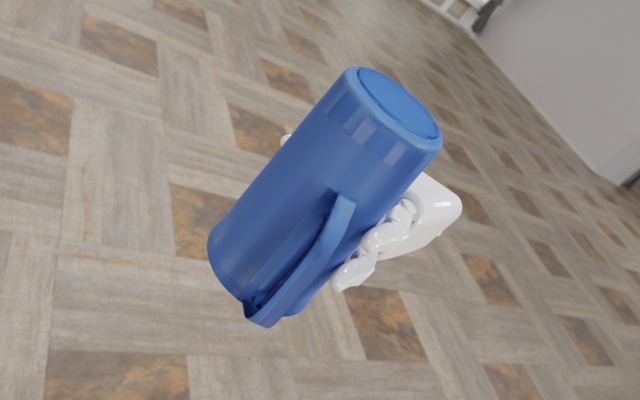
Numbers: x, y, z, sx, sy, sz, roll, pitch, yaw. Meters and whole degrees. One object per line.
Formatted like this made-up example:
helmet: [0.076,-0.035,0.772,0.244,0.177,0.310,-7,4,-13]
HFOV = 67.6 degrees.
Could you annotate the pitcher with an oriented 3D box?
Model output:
pitcher: [0.000,0.001,0.460,0.145,0.149,0.243,-4,-39,-50]
